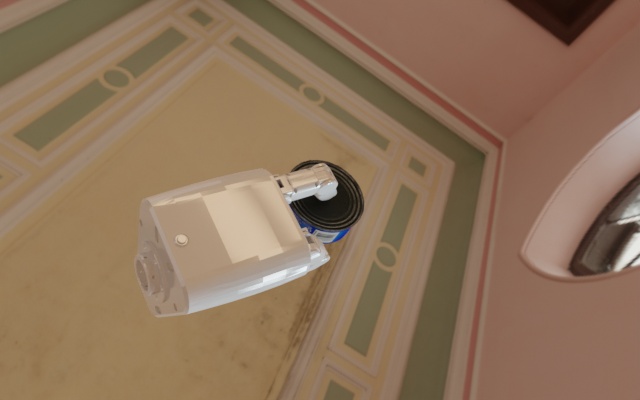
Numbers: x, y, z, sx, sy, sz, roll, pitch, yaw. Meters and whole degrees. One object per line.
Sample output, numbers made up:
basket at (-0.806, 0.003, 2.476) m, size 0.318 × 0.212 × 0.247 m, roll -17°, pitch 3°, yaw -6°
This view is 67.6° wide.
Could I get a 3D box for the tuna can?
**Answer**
tuna can at (0.000, 0.002, 0.498) m, size 0.086 × 0.086 × 0.034 m, roll 0°, pitch -32°, yaw -25°
